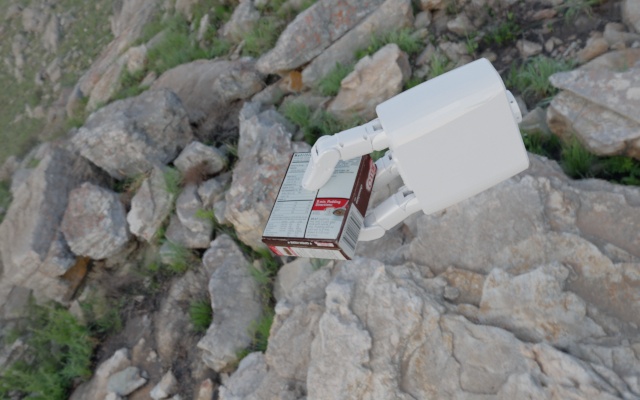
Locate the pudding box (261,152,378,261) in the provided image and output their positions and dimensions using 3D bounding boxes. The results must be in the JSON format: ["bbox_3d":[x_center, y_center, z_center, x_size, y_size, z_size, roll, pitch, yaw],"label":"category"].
[{"bbox_3d":[0.000,0.001,0.484,0.090,0.113,0.039,0,-35,31],"label":"pudding box"}]
